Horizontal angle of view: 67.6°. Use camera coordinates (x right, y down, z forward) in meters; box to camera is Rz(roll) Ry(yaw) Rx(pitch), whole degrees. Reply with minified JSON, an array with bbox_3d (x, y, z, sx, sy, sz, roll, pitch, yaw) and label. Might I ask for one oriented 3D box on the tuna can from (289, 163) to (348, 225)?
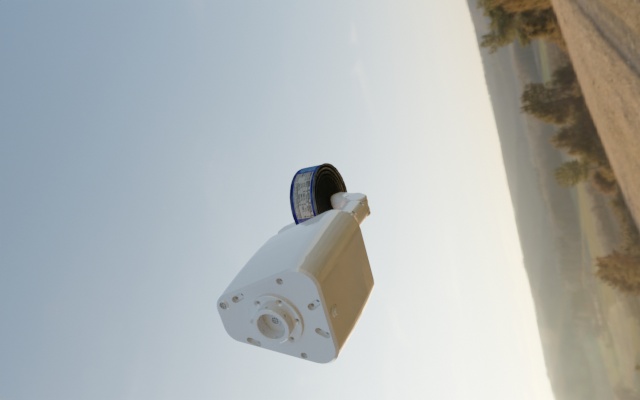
[{"bbox_3d":[0.000,0.002,0.549,0.034,0.086,0.086,-9,-4,28],"label":"tuna can"}]
